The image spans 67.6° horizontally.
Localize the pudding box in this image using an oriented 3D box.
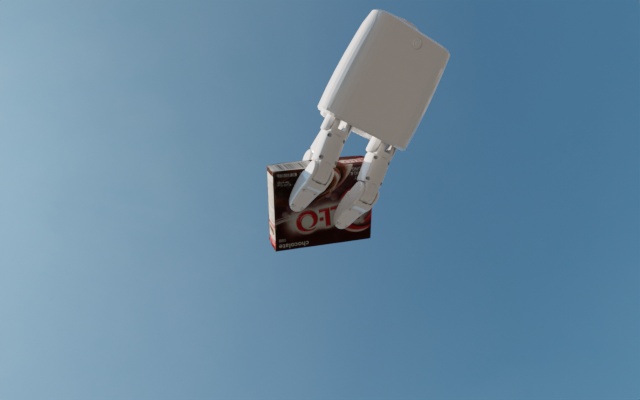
[{"bbox_3d":[0.000,0.002,0.517,0.113,0.090,0.039,-6,21,-15],"label":"pudding box"}]
